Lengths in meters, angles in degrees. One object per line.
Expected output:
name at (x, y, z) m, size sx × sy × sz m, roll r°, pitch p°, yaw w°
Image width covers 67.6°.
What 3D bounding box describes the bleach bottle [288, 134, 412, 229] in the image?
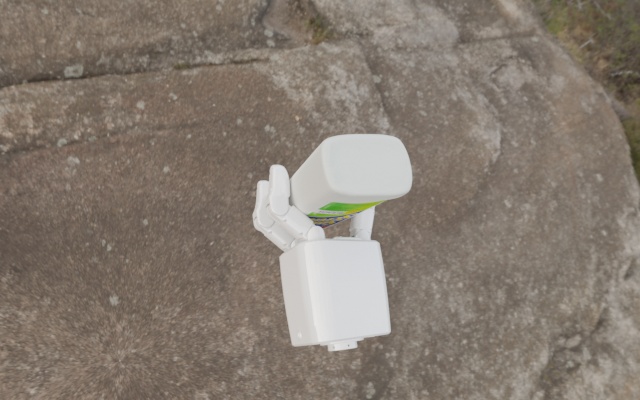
bleach bottle at (0.000, 0.002, 0.573) m, size 0.102 × 0.068 × 0.251 m, roll -2°, pitch -17°, yaw -23°
